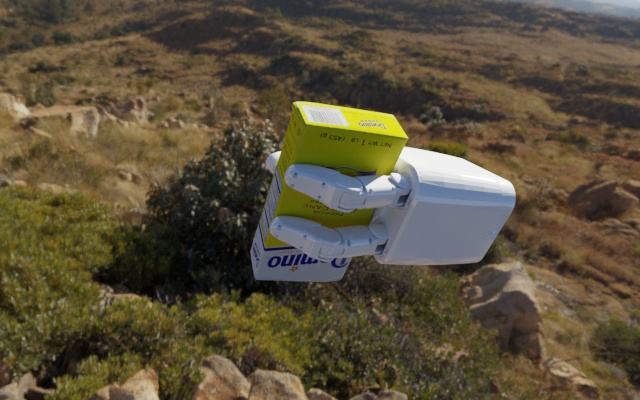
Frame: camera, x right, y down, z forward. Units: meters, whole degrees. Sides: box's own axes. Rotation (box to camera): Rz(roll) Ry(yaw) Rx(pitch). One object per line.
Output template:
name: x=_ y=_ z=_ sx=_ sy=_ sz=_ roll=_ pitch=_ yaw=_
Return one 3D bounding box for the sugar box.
sugar box: x=0.000 y=0.002 z=0.432 sx=0.093 sy=0.176 sz=0.048 roll=5 pitch=36 yaw=-20
